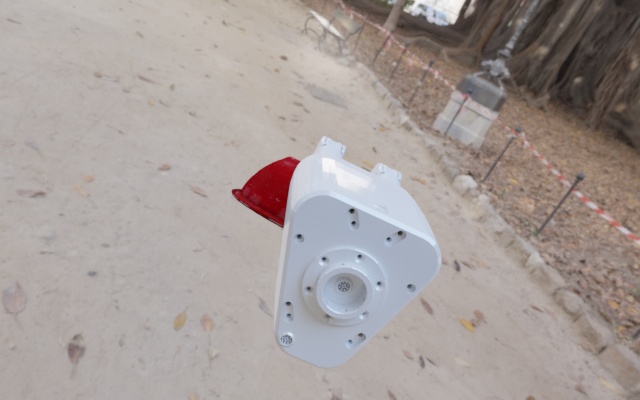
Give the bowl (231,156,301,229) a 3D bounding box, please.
[{"bbox_3d":[0.000,0.001,0.458,0.162,0.055,0.162,25,3,-2],"label":"bowl"}]
